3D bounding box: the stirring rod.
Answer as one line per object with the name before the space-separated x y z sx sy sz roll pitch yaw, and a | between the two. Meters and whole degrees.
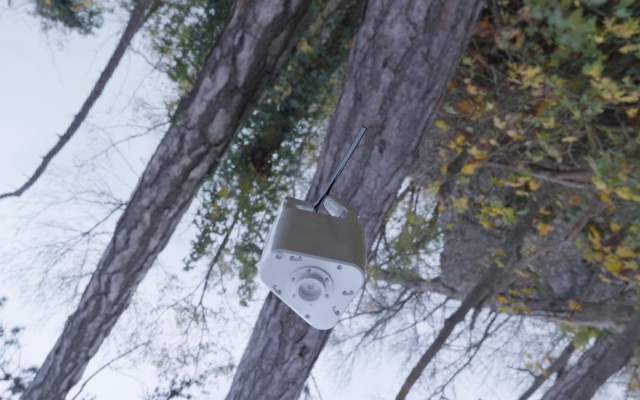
stirring rod | 0.000 0.002 0.661 0.011 0.240 0.011 26 21 -11
